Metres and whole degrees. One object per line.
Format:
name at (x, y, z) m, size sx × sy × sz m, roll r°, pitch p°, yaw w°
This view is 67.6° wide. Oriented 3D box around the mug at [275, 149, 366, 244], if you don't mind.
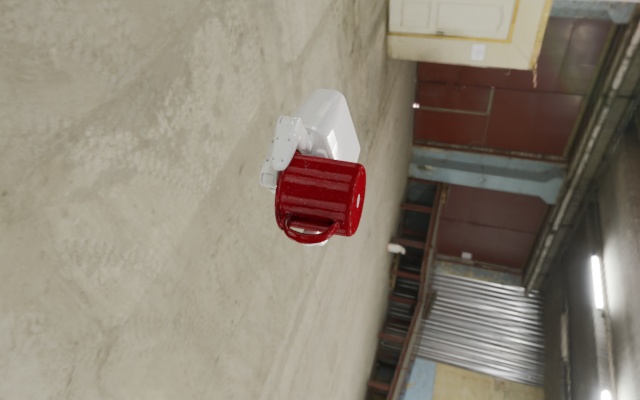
mug at (0.000, 0.003, 0.518) m, size 0.081 × 0.093 × 0.117 m, roll 9°, pitch 42°, yaw 14°
